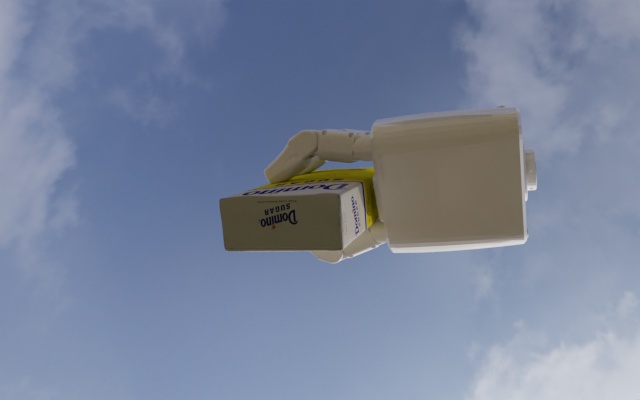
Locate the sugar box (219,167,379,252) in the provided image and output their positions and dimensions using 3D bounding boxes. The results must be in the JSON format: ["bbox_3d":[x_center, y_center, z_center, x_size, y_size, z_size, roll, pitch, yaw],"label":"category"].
[{"bbox_3d":[0.000,0.001,0.406,0.093,0.048,0.176,-2,6,20],"label":"sugar box"}]
